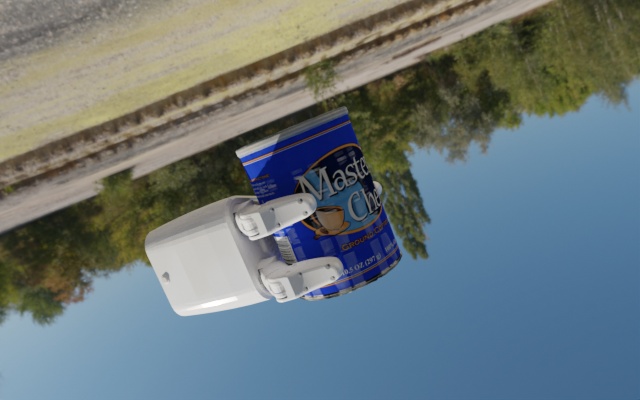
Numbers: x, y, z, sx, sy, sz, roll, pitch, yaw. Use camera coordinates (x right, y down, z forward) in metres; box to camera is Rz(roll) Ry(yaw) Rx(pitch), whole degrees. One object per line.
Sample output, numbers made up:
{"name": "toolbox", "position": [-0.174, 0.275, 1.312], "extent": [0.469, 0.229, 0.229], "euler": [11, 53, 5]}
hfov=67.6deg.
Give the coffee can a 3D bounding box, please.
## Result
{"name": "coffee can", "position": [0.000, 0.001, 0.423], "extent": [0.103, 0.140, 0.103], "euler": [-22, 8, 3]}
